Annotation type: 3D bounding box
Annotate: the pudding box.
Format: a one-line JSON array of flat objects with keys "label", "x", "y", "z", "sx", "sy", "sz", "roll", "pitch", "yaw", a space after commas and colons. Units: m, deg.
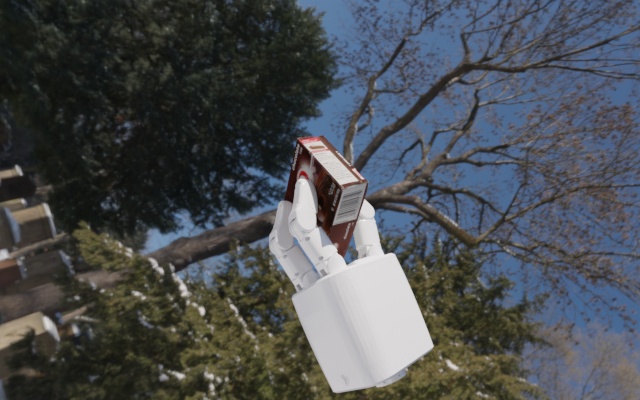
[{"label": "pudding box", "x": 0.000, "y": 0.002, "z": 0.509, "sx": 0.039, "sy": 0.114, "sz": 0.090, "roll": -11, "pitch": 44, "yaw": -34}]
